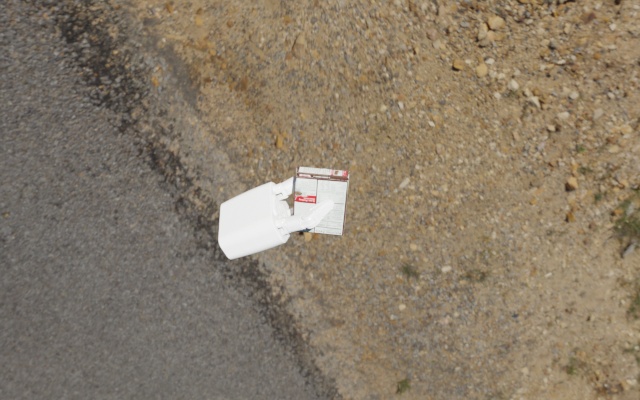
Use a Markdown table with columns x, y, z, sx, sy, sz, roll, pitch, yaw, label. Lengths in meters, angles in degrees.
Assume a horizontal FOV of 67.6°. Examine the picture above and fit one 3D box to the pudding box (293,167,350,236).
| x | y | z | sx | sy | sz | roll | pitch | yaw | label |
| --- | --- | --- | --- | --- | --- | --- | --- | --- | --- |
| 0.000 | 0.003 | 0.807 | 0.090 | 0.114 | 0.039 | 5 | 32 | 1 | pudding box |
